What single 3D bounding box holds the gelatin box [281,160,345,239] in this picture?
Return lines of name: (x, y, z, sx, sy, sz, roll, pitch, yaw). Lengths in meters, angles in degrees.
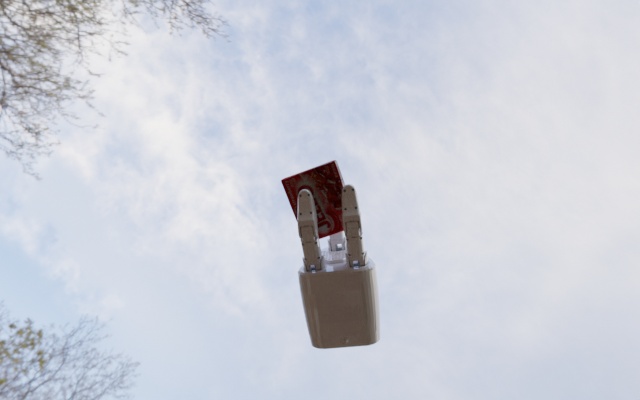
gelatin box: (0.000, 0.002, 0.609, 0.073, 0.089, 0.030, -19, 5, 8)
